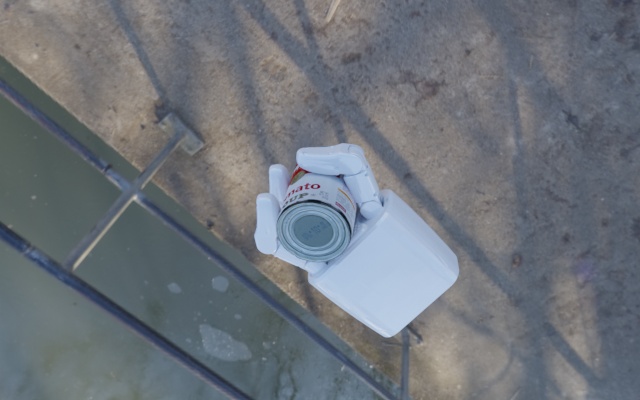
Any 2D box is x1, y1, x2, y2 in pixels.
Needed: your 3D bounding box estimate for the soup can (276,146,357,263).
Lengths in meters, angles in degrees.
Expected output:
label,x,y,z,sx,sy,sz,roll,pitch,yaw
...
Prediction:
label,x,y,z,sx,sy,sz,roll,pitch,yaw
soup can,0.000,0.001,0.451,0.068,0.068,0.102,0,33,9
